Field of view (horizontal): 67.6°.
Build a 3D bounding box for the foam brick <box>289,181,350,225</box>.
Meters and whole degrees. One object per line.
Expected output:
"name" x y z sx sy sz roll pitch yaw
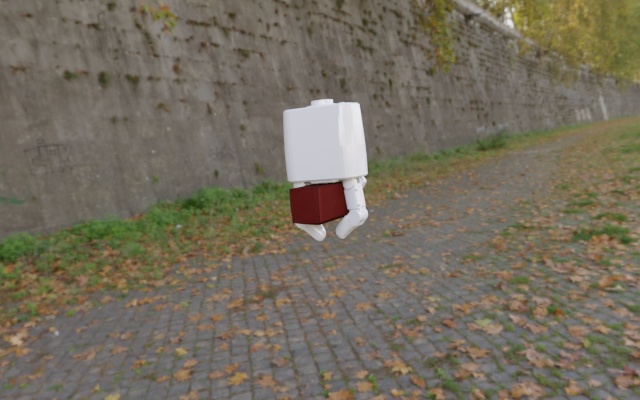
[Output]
"foam brick" 0.000 0.002 0.687 0.053 0.051 0.078 1 10 37
